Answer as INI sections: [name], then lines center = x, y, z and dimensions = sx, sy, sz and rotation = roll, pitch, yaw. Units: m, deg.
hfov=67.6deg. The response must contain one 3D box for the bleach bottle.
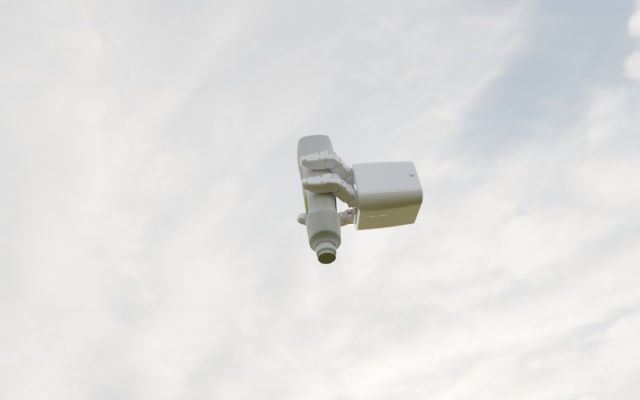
[bleach bottle]
center = 0.000, 0.002, 0.792
dimensions = 0.068, 0.250, 0.103
rotation = -6, -45, -1
